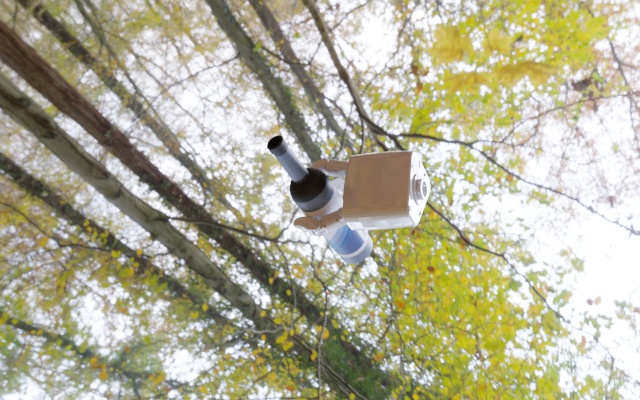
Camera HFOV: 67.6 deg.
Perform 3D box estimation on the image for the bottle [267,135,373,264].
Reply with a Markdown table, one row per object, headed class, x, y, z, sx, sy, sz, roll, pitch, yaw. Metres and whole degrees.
| class | x | y | z | sx | sy | sz | roll | pitch | yaw |
| --- | --- | --- | --- | --- | --- | --- | --- | --- | --- |
| bottle | 0.000 | 0.003 | 0.781 | 0.069 | 0.069 | 0.296 | 0 | -36 | 33 |
